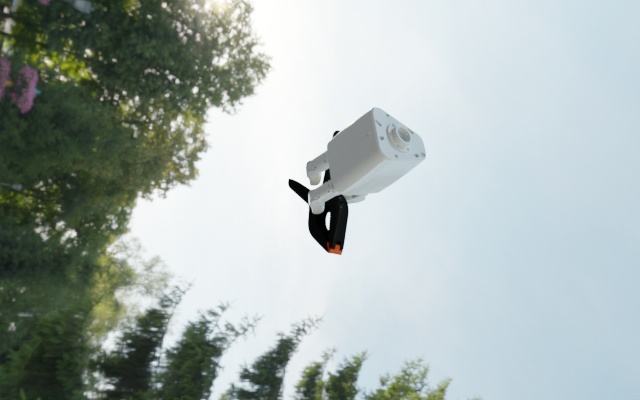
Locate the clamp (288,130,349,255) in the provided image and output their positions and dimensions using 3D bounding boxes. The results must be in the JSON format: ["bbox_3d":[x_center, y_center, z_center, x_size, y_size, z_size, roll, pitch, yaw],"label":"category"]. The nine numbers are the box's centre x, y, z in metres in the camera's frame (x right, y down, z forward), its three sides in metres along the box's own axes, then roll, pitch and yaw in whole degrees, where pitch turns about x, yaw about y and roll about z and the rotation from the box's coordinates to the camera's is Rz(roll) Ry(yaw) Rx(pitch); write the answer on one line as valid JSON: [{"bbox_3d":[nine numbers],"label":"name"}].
[{"bbox_3d":[0.001,0.003,0.835,0.036,0.210,0.165,13,-33,-34],"label":"clamp"}]
